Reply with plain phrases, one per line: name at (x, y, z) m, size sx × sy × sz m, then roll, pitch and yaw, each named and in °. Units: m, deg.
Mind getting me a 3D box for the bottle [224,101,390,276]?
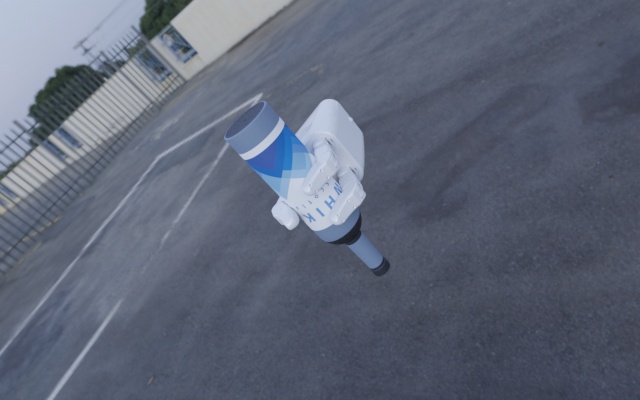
bottle at (0.000, 0.002, 0.629) m, size 0.296 × 0.069 × 0.069 m, roll 47°, pitch -25°, yaw -26°
